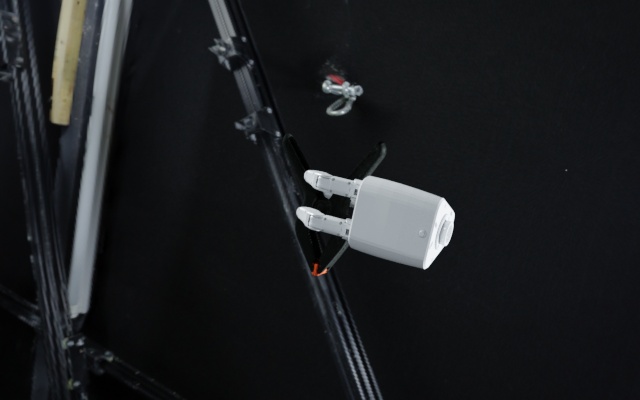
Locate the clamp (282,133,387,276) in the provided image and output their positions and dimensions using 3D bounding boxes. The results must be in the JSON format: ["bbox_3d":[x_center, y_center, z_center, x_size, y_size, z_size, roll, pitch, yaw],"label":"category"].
[{"bbox_3d":[0.001,0.003,0.699,0.164,0.210,0.036,17,11,29],"label":"clamp"}]
